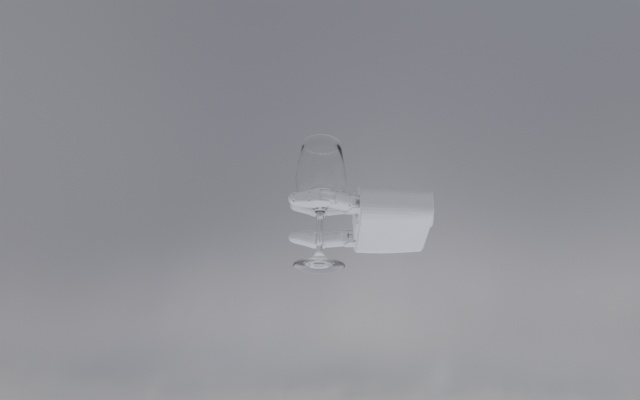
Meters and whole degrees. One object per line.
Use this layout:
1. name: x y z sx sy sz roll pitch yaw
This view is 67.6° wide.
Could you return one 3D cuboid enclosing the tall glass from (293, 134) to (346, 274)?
1. tall glass: 0.000 0.003 0.715 0.079 0.201 0.079 1 -24 0
